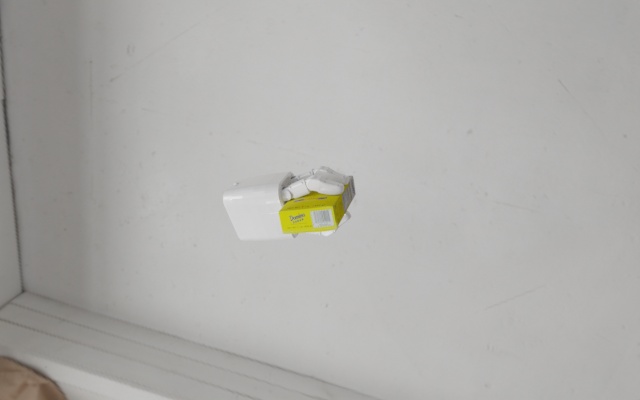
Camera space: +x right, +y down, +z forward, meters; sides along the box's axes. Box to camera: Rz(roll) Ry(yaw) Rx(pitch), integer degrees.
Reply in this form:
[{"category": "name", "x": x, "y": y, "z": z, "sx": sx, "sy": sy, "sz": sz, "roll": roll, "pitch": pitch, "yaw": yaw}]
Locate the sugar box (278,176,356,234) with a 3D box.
[{"category": "sugar box", "x": 0.000, "y": 0.002, "z": 0.817, "sx": 0.093, "sy": 0.048, "sz": 0.176, "roll": -5, "pitch": 20, "yaw": 15}]
